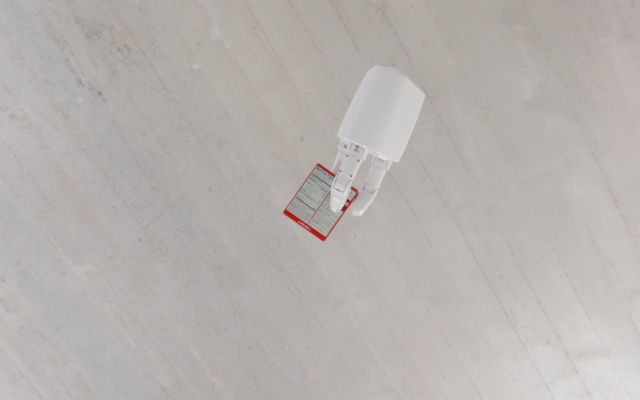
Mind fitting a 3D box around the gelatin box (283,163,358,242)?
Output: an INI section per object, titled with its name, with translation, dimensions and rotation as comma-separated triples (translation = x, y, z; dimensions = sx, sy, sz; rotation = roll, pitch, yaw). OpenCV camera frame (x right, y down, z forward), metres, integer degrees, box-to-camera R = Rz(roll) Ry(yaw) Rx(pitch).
[gelatin box]
translation = 0.000, 0.003, 0.684
dimensions = 0.073, 0.089, 0.030
rotation = 35, 0, -3
